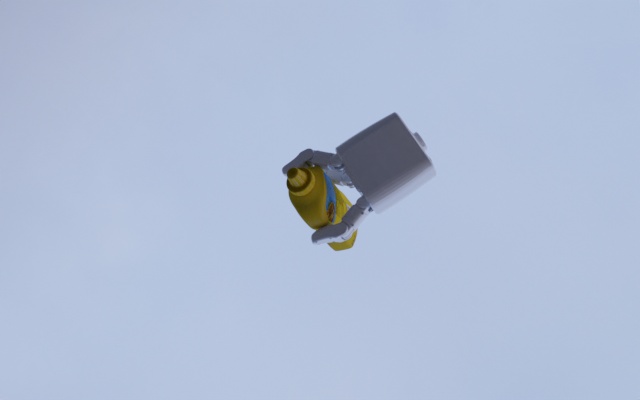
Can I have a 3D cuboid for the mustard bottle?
[{"bbox_3d":[0.000,0.003,0.728,0.058,0.096,0.192,-13,-30,19],"label":"mustard bottle"}]
